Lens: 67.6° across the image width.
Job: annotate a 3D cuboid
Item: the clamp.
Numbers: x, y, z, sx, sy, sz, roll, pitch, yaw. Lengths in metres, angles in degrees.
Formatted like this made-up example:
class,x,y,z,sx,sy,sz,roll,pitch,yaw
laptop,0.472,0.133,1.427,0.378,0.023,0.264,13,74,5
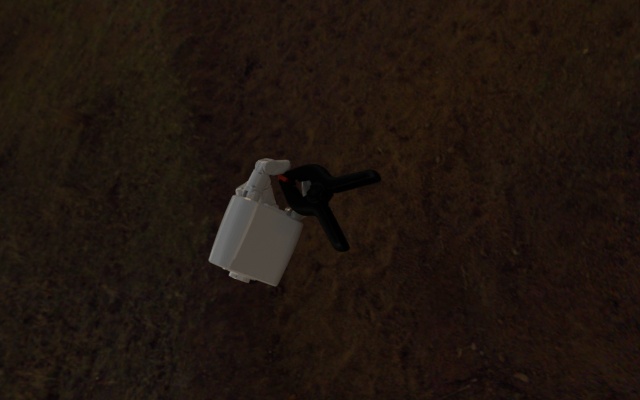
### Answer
class,x,y,z,sx,sy,sz,roll,pitch,yaw
clamp,0.000,0.002,0.696,0.171,0.120,0.039,13,-12,41
